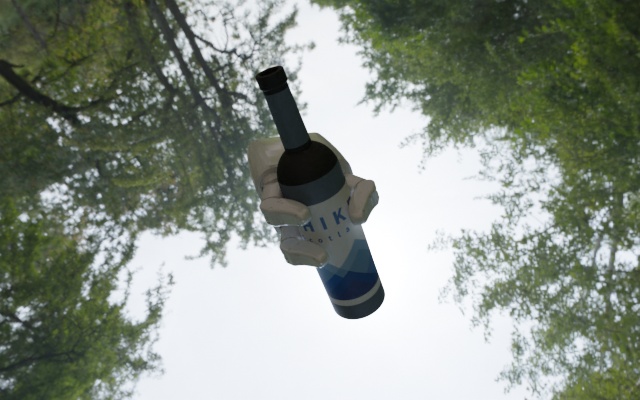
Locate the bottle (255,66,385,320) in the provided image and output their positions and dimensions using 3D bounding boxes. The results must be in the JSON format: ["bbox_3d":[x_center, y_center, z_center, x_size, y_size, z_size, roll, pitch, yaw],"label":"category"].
[{"bbox_3d":[0.000,0.002,0.506,0.069,0.296,0.069,-16,31,10],"label":"bottle"}]
